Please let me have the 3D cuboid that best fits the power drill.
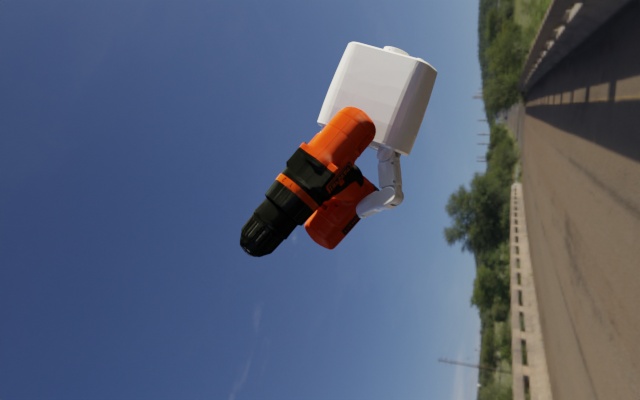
[{"bbox_3d":[0.000,0.002,0.546,0.057,0.184,0.188,41,-5,18],"label":"power drill"}]
